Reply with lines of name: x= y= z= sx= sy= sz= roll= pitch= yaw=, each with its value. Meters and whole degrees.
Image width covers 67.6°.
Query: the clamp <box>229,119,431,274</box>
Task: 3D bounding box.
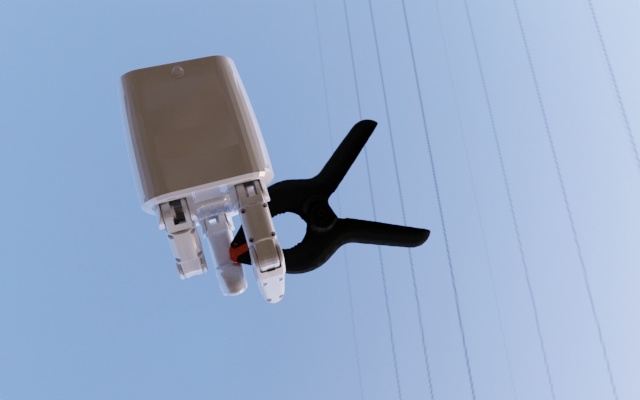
clamp: x=0.000 y=0.002 z=0.407 sx=0.171 sy=0.120 sz=0.039 roll=-15 pitch=-12 yaw=-14
